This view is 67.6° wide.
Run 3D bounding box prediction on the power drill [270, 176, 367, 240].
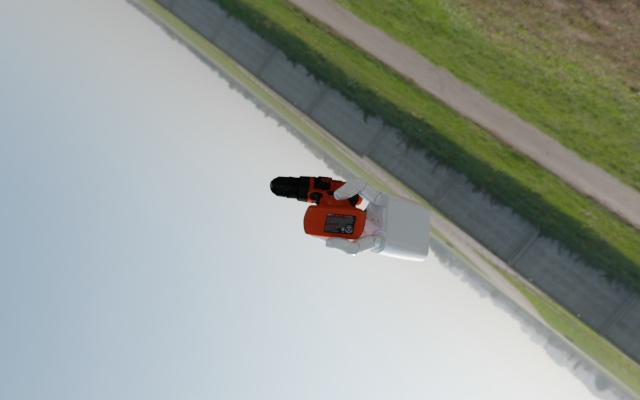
[{"bbox_3d":[0.000,0.003,0.867,0.184,0.057,0.187,4,22,-8],"label":"power drill"}]
